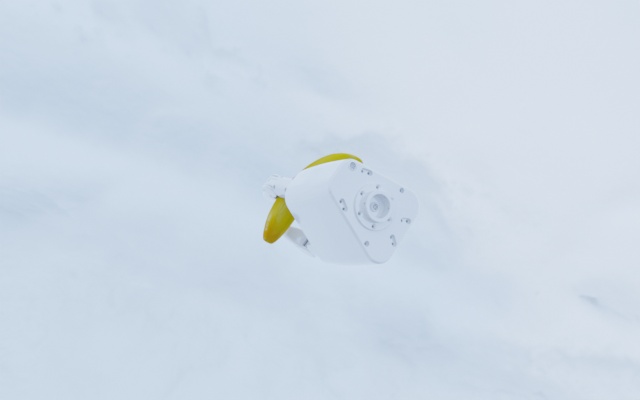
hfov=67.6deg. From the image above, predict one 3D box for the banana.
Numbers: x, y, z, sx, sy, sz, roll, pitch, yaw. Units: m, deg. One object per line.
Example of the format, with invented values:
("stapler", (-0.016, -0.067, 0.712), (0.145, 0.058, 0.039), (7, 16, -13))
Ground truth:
("banana", (-0.004, -0.016, 0.635), (0.197, 0.070, 0.037), (-30, 18, -31))
